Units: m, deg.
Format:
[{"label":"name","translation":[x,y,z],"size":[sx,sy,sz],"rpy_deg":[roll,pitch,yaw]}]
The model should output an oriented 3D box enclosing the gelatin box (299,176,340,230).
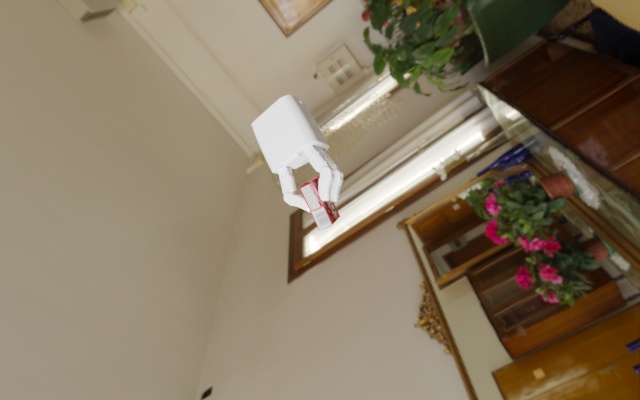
[{"label":"gelatin box","translation":[0.000,0.003,0.877],"size":[0.030,0.089,0.073],"rpy_deg":[-24,4,16]}]
